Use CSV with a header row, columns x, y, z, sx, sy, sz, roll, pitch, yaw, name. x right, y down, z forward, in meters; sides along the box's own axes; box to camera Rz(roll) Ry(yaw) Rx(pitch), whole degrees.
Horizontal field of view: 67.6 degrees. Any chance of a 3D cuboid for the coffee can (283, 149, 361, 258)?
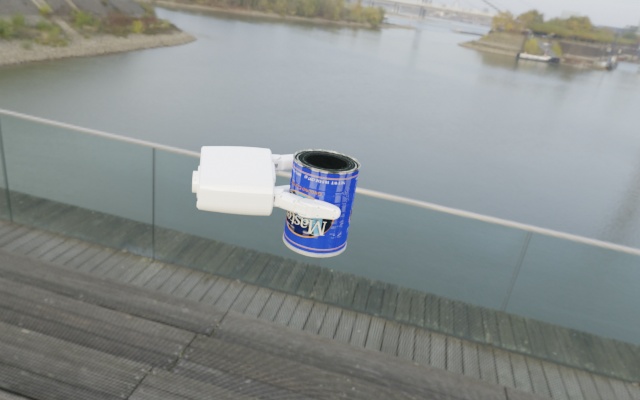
x,y,z,sx,sy,sz,roll,pitch,yaw,name
0.000,0.003,0.739,0.103,0.140,0.102,7,23,-3,coffee can
